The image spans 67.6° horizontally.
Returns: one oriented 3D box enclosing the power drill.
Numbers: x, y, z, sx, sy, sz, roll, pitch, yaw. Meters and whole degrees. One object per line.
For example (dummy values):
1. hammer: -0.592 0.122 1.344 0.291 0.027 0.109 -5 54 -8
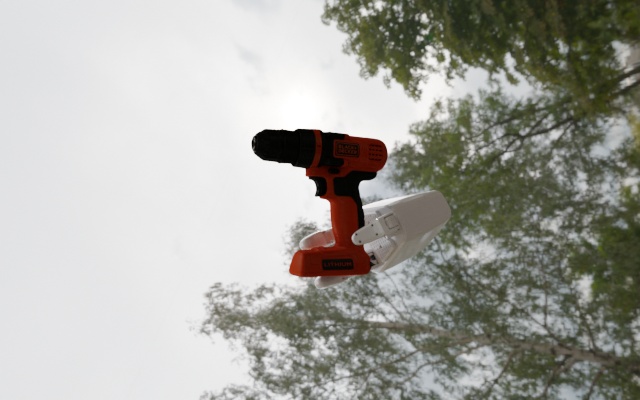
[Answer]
1. power drill: 0.000 0.002 0.611 0.184 0.187 0.057 3 -2 -21
